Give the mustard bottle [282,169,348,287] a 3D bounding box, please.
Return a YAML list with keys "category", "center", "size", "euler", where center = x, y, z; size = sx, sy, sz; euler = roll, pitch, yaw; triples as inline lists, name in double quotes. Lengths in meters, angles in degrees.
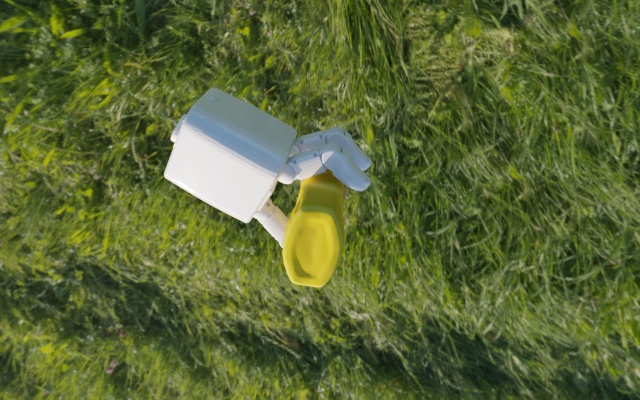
- category: "mustard bottle"
  center: [0.000, 0.002, 0.530]
  size: [0.058, 0.096, 0.191]
  euler: [7, 29, 1]
